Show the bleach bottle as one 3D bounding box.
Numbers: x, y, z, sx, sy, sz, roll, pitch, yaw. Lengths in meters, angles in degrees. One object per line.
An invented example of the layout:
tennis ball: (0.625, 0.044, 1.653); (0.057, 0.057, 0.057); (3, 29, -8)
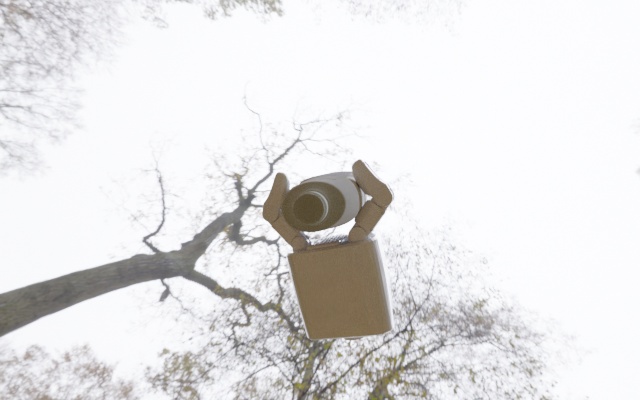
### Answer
bleach bottle: (0.000, 0.002, 0.556); (0.102, 0.068, 0.251); (-12, 2, 9)
